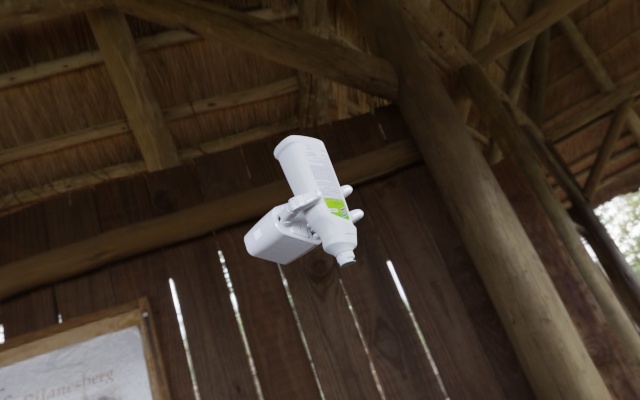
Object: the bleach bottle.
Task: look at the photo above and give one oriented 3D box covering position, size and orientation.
[{"bbox_3d":[0.000,0.003,0.874,0.102,0.250,0.068,2,-32,-44],"label":"bleach bottle"}]
